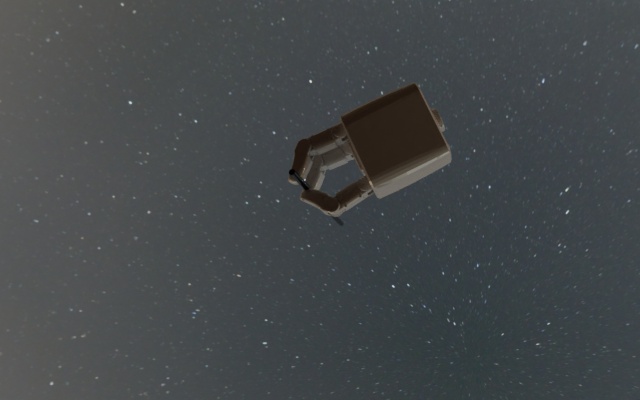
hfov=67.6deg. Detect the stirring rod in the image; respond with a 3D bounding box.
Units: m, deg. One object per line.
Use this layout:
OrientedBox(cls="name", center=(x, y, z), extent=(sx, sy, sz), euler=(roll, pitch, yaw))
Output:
OrientedBox(cls="stirring rod", center=(0.000, 0.002, 0.685), extent=(0.011, 0.011, 0.240), euler=(0, -18, 18))
